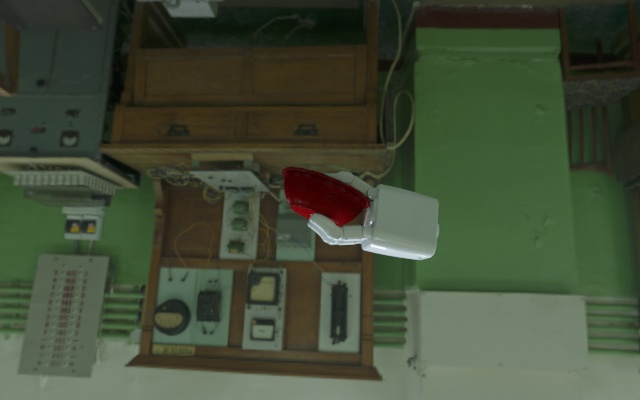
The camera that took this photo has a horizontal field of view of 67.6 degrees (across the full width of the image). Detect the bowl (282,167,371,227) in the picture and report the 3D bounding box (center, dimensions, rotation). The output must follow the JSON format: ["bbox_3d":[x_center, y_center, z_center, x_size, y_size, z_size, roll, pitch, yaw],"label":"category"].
[{"bbox_3d":[-0.001,0.003,0.811,0.162,0.055,0.162,21,-12,5],"label":"bowl"}]
